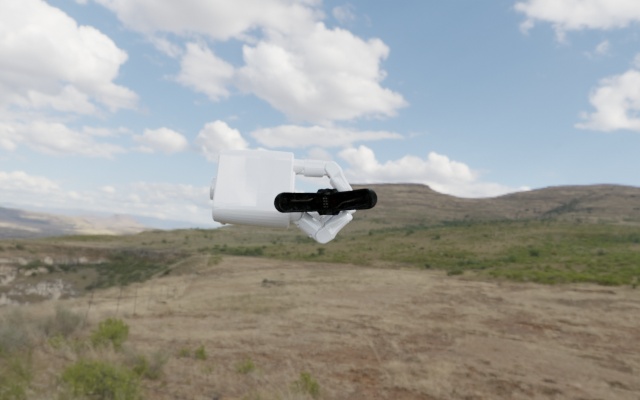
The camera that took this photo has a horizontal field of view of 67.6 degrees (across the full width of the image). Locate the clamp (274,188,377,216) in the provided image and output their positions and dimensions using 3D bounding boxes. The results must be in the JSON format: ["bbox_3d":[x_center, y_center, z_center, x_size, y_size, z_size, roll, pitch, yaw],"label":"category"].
[{"bbox_3d":[0.000,0.001,0.624,0.120,0.039,0.171,3,-4,-5],"label":"clamp"}]
